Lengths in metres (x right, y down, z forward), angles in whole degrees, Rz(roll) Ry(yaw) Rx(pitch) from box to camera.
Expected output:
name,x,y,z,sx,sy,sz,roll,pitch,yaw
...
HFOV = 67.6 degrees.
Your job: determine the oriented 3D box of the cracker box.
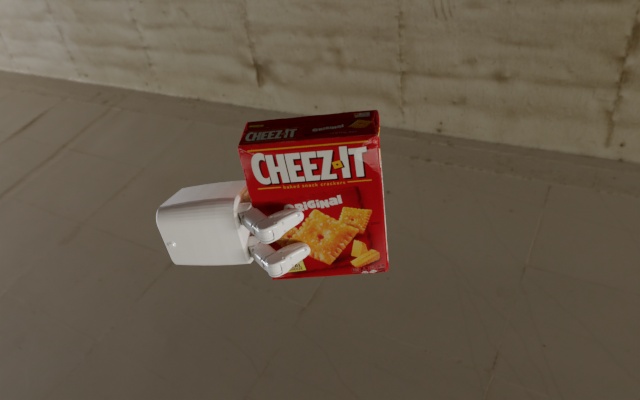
name,x,y,z,sx,sy,sz,roll,pitch,yaw
cracker box,0.000,0.002,0.612,0.164,0.214,0.072,-4,36,7
